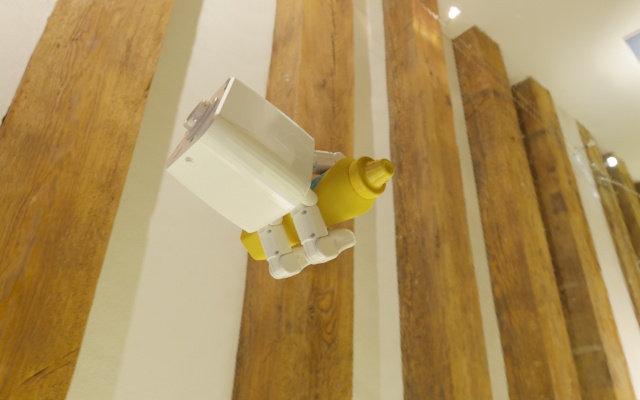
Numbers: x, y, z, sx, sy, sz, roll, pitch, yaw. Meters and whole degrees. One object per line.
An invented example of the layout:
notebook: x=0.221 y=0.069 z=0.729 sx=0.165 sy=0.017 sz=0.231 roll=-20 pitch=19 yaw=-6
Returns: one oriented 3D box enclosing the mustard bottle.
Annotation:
mustard bottle: x=0.000 y=0.002 z=0.506 sx=0.192 sy=0.058 sz=0.096 roll=-29 pitch=8 yaw=42
